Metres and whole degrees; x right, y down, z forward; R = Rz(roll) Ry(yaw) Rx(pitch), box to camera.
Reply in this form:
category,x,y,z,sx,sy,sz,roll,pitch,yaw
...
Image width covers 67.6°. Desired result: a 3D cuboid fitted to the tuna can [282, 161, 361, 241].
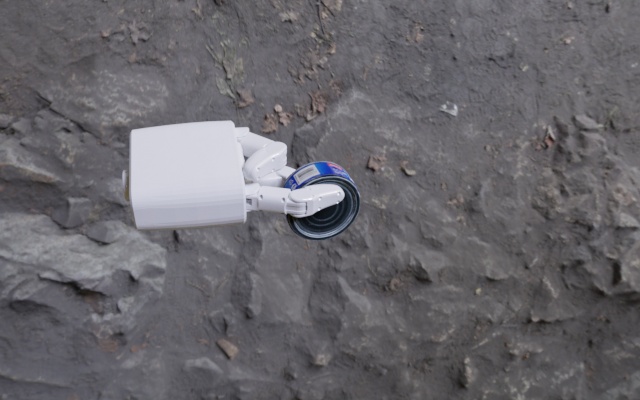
category,x,y,z,sx,sy,sz,roll,pitch,yaw
tuna can,0.000,0.002,0.525,0.086,0.086,0.033,0,31,-21
